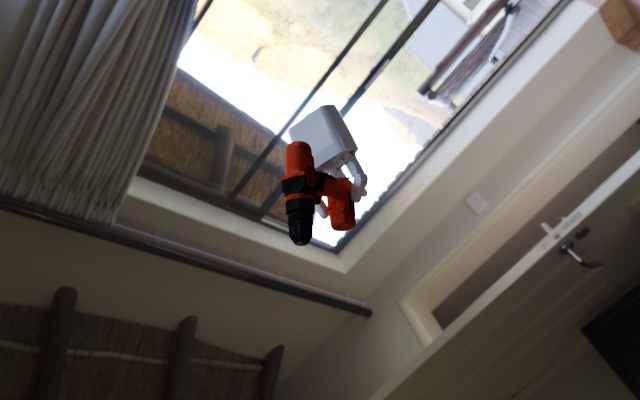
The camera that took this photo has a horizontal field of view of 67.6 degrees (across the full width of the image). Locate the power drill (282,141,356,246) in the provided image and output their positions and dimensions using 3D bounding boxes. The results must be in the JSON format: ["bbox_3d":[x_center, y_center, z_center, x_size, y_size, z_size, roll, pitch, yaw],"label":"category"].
[{"bbox_3d":[0.000,0.003,0.866,0.057,0.184,0.188,-10,-19,28],"label":"power drill"}]
